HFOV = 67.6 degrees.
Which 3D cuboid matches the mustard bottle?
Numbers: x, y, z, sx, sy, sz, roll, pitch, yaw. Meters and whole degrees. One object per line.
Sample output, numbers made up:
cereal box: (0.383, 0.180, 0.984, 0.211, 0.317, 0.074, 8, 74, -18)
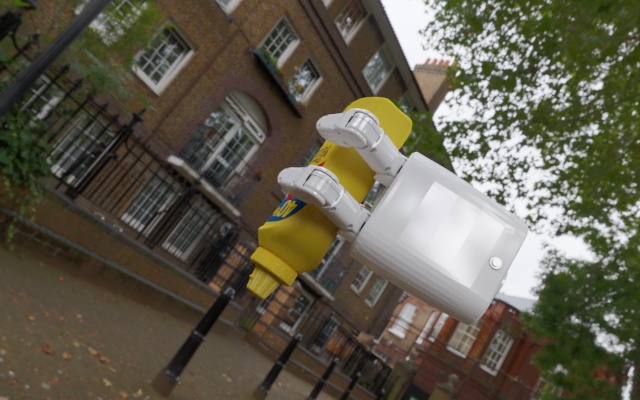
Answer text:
mustard bottle: (0.000, 0.001, 0.415, 0.058, 0.191, 0.096, 39, -15, -15)
